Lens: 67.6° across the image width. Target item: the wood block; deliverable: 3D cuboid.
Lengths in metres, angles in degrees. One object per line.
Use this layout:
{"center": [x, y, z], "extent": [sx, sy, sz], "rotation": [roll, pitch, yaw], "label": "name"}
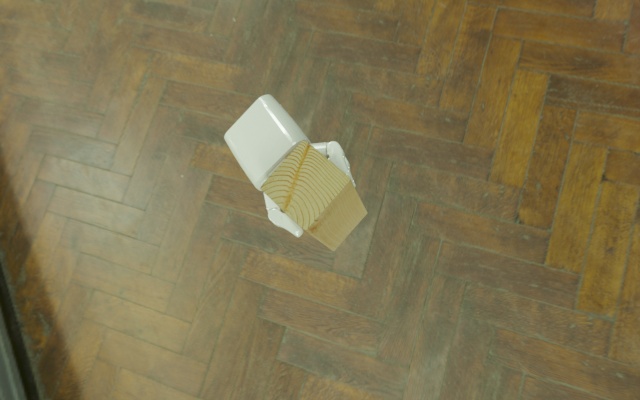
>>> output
{"center": [0.000, 0.002, 0.716], "extent": [0.090, 0.091, 0.206], "rotation": [42, -2, 18], "label": "wood block"}
